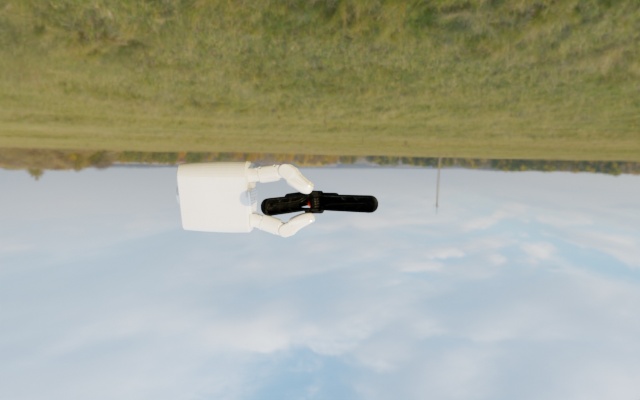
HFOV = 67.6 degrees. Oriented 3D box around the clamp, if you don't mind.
[{"bbox_3d":[0.000,0.003,0.752,0.164,0.036,0.210,0,3,0],"label":"clamp"}]
